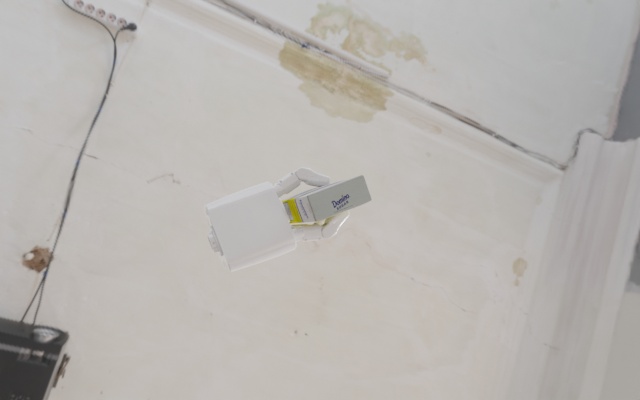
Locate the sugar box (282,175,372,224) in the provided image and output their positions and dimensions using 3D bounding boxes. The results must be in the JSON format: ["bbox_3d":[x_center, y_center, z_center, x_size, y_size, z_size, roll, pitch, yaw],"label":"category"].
[{"bbox_3d":[0.000,0.003,0.744,0.093,0.048,0.176,-21,6,-18],"label":"sugar box"}]
